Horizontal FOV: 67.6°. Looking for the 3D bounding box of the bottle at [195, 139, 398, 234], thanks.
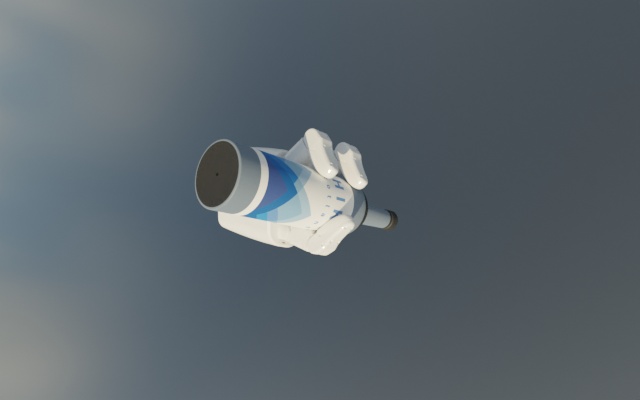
[{"bbox_3d":[0.000,0.002,0.543,0.069,0.069,0.296,0,-10,41],"label":"bottle"}]
